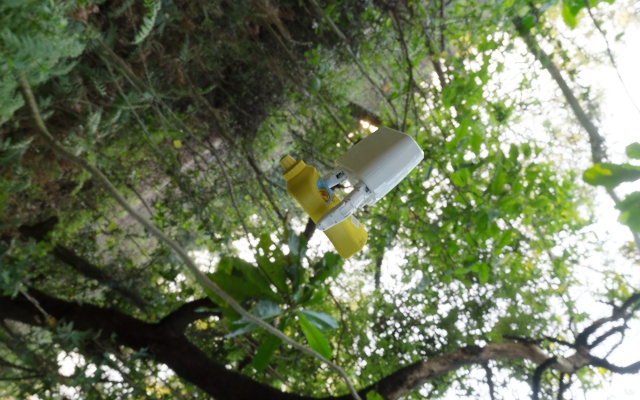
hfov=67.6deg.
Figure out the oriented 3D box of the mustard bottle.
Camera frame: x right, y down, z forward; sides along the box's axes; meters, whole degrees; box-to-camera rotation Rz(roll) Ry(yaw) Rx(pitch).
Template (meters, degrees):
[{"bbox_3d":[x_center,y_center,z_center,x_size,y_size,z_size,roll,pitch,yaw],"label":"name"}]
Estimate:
[{"bbox_3d":[0.000,0.003,0.786,0.058,0.192,0.096,-35,13,16],"label":"mustard bottle"}]
